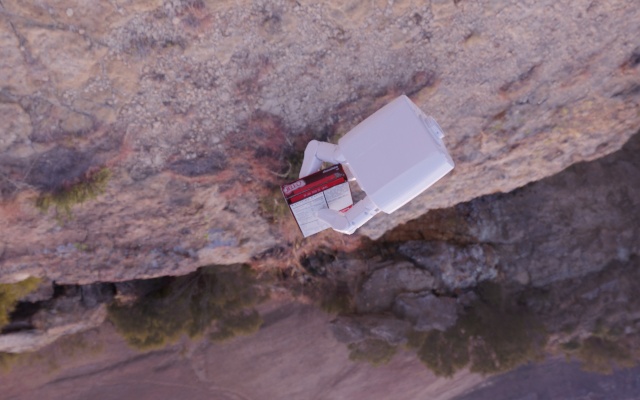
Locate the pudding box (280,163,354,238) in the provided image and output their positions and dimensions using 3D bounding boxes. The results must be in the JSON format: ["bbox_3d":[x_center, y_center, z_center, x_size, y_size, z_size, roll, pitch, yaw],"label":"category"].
[{"bbox_3d":[0.000,0.002,0.686,0.090,0.039,0.114,-21,-32,-2],"label":"pudding box"}]
